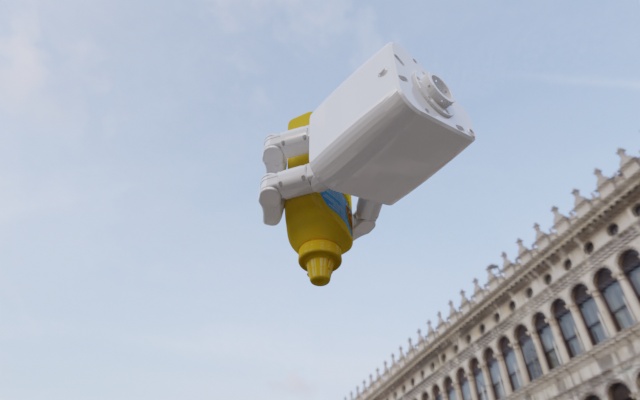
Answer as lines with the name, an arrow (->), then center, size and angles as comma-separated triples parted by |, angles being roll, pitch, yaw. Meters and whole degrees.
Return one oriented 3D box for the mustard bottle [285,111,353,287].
mustard bottle -> 0.000, 0.002, 0.491 | 0.058, 0.191, 0.096 | -19, -45, 19
